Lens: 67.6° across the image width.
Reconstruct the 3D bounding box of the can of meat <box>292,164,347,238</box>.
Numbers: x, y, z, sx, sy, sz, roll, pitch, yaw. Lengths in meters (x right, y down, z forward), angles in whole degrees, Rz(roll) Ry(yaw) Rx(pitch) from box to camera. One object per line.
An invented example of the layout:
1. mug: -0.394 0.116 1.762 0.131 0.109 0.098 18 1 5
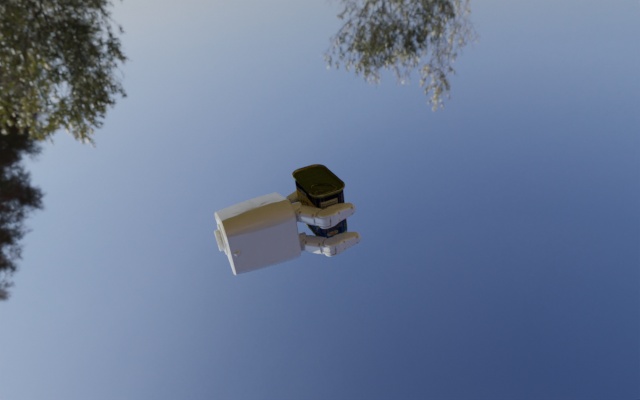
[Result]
1. can of meat: 0.000 0.003 0.748 0.057 0.084 0.102 -18 32 -18
